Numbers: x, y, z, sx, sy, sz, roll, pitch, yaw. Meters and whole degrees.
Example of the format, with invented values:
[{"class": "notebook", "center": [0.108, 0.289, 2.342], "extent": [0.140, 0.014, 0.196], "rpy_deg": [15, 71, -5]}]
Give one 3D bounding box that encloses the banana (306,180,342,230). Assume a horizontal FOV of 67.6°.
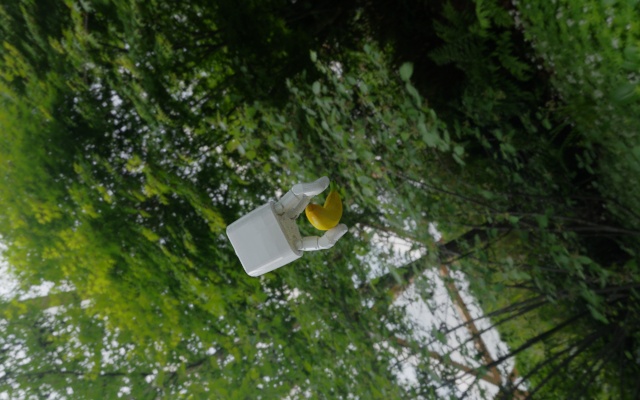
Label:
[{"class": "banana", "center": [0.009, 0.019, 0.847], "extent": [0.037, 0.069, 0.197], "rpy_deg": [-24, 8, 15]}]
